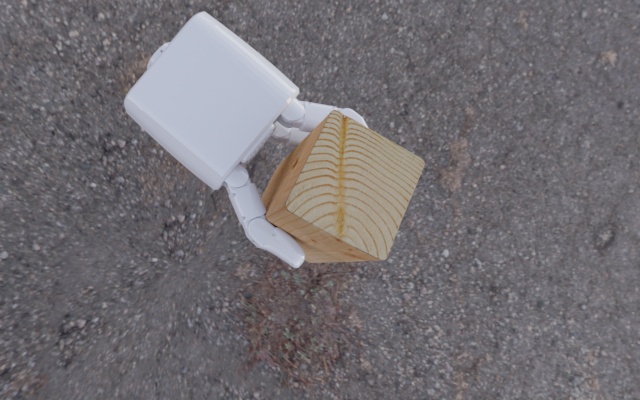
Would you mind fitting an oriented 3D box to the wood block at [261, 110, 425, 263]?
[{"bbox_3d":[0.000,0.002,0.460,0.090,0.090,0.206,28,-14,-11],"label":"wood block"}]
